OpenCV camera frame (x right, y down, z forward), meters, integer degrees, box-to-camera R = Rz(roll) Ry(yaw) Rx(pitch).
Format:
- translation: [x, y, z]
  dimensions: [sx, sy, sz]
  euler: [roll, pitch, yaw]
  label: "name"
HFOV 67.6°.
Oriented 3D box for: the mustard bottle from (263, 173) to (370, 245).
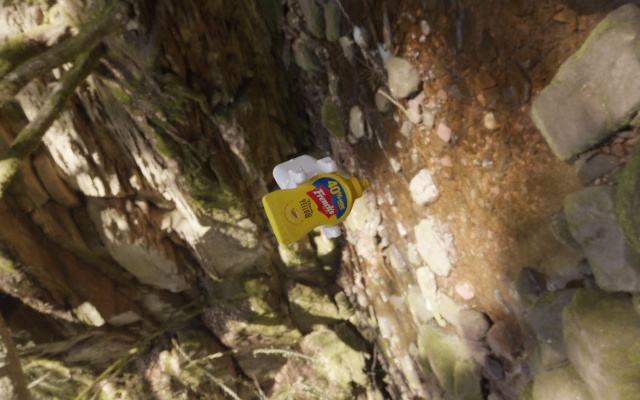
- translation: [0.000, 0.003, 0.858]
  dimensions: [0.191, 0.096, 0.058]
  euler: [-22, 2, -12]
  label: "mustard bottle"
